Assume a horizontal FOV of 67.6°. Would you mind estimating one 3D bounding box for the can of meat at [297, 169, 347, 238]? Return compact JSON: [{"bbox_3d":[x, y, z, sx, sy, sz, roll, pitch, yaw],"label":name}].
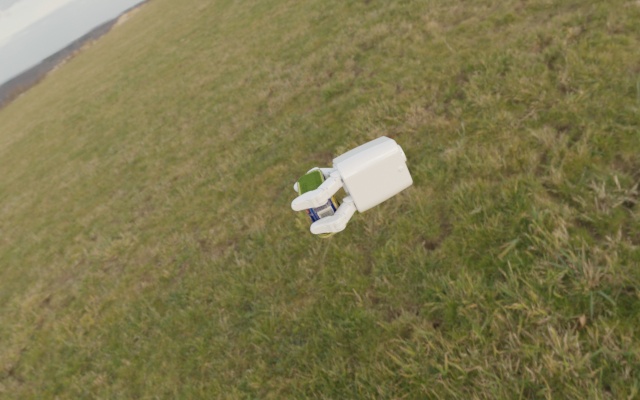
[{"bbox_3d":[0.000,0.003,0.854,0.057,0.084,0.102,-25,29,6],"label":"can of meat"}]
